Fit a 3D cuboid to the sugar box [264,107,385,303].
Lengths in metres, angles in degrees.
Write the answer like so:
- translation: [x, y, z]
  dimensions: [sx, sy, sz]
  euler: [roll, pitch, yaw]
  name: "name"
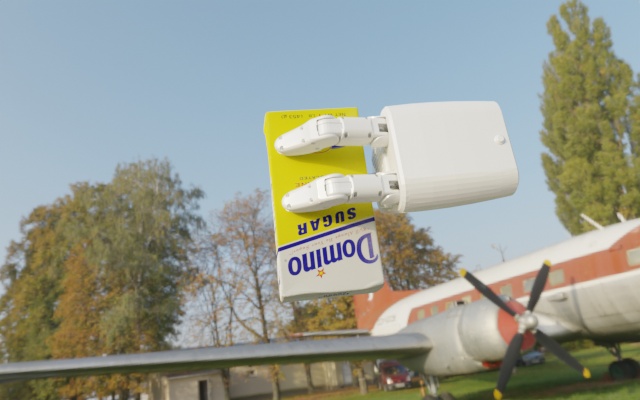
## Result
- translation: [0.000, 0.001, 0.448]
  dimensions: [0.093, 0.176, 0.048]
  euler: [-5, -19, -8]
  name: "sugar box"
